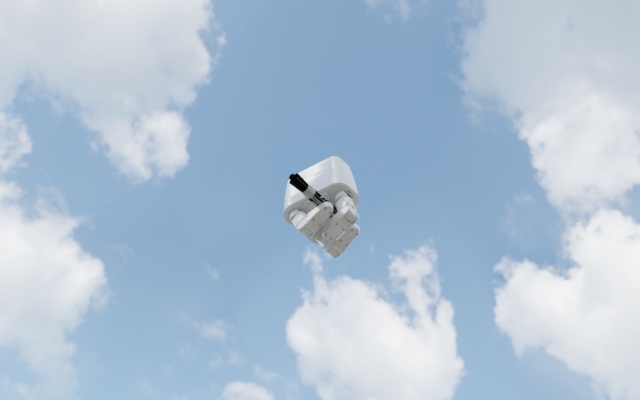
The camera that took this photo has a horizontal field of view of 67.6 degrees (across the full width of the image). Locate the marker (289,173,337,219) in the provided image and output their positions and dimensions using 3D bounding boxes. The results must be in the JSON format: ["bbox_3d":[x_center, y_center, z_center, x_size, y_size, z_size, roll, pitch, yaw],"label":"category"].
[{"bbox_3d":[0.000,0.002,0.689,0.121,0.020,0.020,41,-19,-23],"label":"marker"}]
